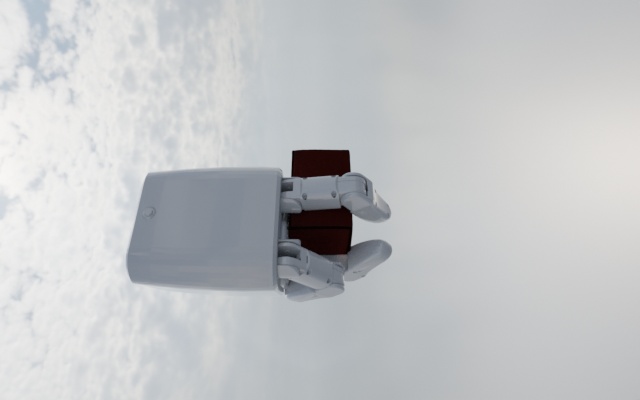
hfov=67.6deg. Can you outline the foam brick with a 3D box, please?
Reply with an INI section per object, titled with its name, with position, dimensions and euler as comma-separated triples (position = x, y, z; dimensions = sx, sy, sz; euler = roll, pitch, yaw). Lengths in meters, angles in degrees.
[foam brick]
position = 0.000, 0.001, 0.409
dimensions = 0.051, 0.078, 0.053
euler = 0, -31, 1
